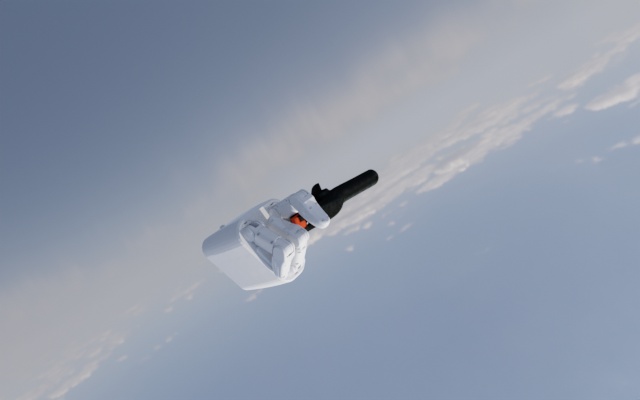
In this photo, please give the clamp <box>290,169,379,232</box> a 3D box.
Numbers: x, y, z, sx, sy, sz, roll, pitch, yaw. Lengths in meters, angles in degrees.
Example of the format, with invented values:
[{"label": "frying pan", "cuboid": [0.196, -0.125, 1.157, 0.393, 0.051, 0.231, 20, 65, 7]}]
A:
[{"label": "clamp", "cuboid": [0.000, 0.003, 0.710, 0.120, 0.039, 0.171, -18, 11, 44]}]
